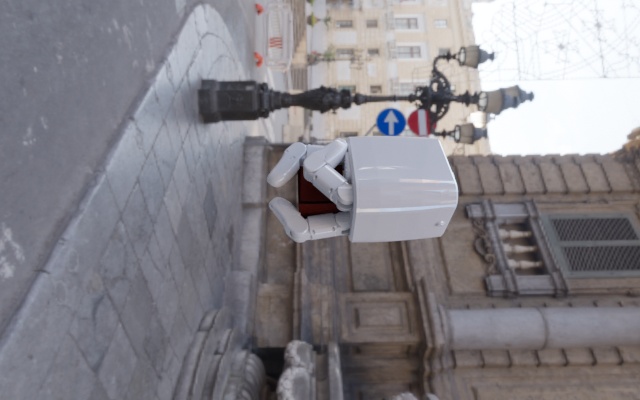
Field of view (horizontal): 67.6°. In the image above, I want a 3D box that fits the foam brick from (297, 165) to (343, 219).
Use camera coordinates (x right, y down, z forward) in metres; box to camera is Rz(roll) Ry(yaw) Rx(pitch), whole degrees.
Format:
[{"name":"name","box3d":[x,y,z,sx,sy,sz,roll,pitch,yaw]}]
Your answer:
[{"name":"foam brick","box3d":[0.000,0.002,0.559,0.051,0.053,0.078,-2,-31,-2]}]
